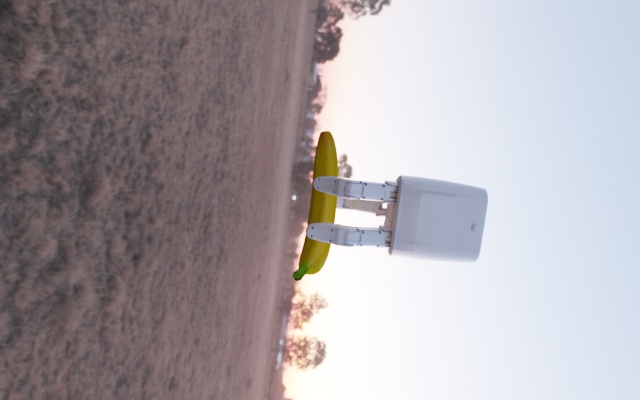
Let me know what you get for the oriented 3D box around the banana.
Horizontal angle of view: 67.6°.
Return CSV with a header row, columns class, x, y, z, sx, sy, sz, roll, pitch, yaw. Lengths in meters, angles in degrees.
class,x,y,z,sx,sy,sz,roll,pitch,yaw
banana,0.001,0.011,0.614,0.037,0.197,0.070,6,-18,7
